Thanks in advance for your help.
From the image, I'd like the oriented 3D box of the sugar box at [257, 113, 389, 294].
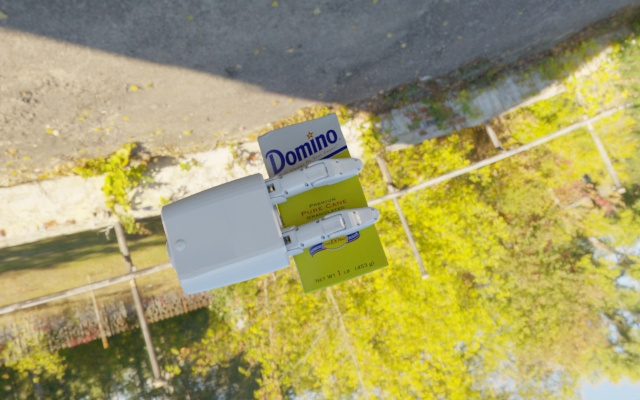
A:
[{"bbox_3d":[0.000,0.002,0.512,0.093,0.176,0.048,-18,-10,-6],"label":"sugar box"}]
